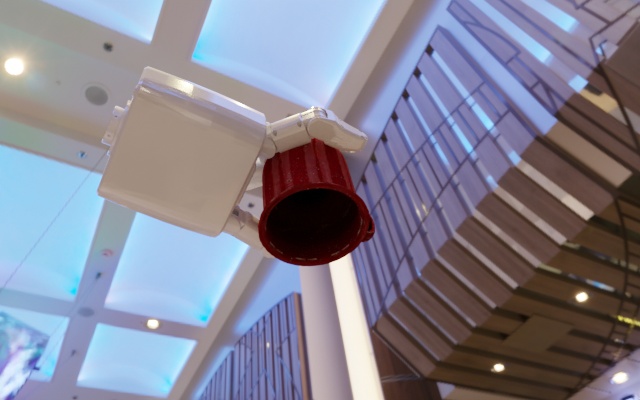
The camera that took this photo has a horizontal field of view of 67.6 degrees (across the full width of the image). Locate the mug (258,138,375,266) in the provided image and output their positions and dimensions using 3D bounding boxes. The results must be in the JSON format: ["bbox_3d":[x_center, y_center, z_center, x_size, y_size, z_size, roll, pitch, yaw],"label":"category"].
[{"bbox_3d":[0.001,0.002,0.430,0.117,0.093,0.081,21,33,-25],"label":"mug"}]
